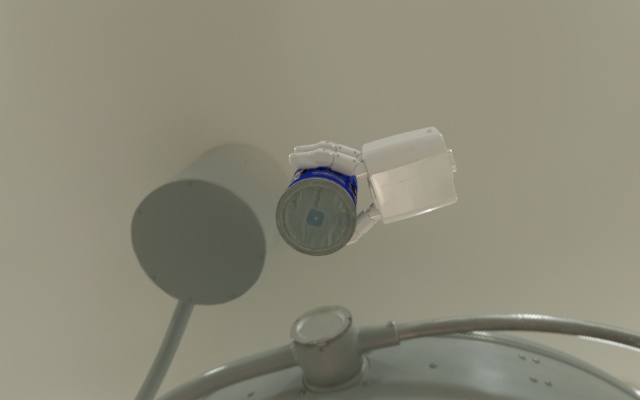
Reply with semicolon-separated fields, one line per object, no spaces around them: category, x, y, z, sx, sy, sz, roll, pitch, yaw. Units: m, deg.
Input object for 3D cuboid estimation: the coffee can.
coffee can;0.000;0.002;0.661;0.103;0.103;0.140;0;17;5
